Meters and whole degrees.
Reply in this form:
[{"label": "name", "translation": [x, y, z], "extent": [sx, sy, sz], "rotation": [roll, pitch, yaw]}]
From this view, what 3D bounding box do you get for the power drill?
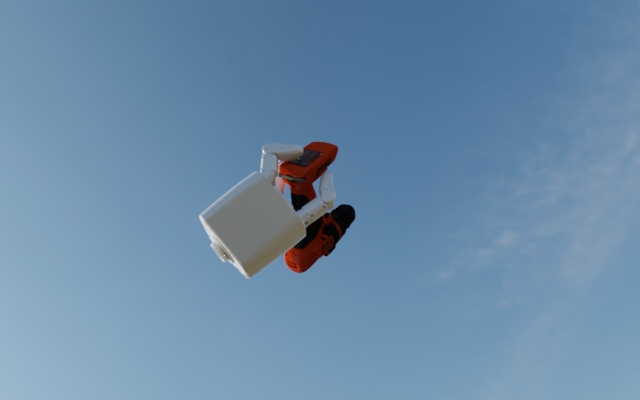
[{"label": "power drill", "translation": [0.000, 0.002, 0.788], "extent": [0.057, 0.188, 0.184], "rotation": [12, 36, 30]}]
